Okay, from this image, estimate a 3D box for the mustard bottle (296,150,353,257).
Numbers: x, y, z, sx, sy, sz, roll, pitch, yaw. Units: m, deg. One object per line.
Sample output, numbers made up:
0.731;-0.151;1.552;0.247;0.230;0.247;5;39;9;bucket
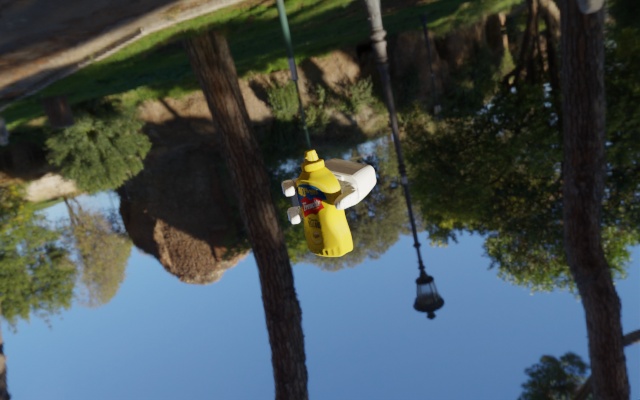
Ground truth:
0.000;0.003;0.864;0.058;0.192;0.096;-23;18;-37;mustard bottle
